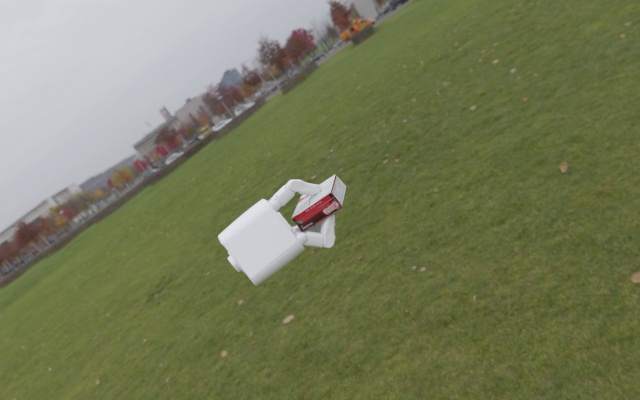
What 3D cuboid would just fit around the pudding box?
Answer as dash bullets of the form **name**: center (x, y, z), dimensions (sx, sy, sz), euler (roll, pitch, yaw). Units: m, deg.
- **pudding box**: center (0.000, 0.003, 0.873), dimensions (0.090, 0.039, 0.113), euler (-32, 15, 18)
